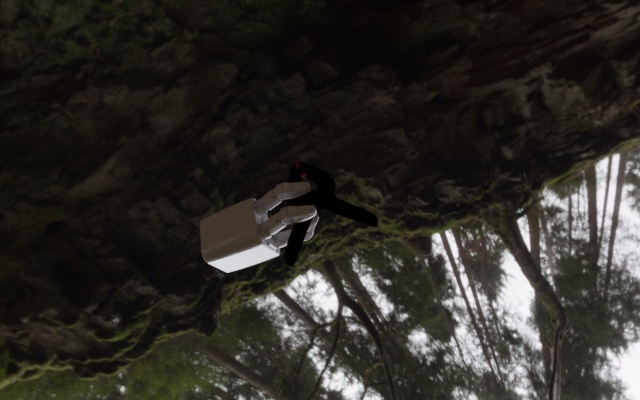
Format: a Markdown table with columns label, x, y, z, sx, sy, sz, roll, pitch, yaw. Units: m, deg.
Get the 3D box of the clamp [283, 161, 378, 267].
| label | x | y | z | sx | sy | sz | roll | pitch | yaw |
| --- | --- | --- | --- | --- | --- | --- | --- | --- | --- |
| clamp | 0.000 | 0.003 | 0.825 | 0.164 | 0.209 | 0.036 | -19 | -42 | 5 |
